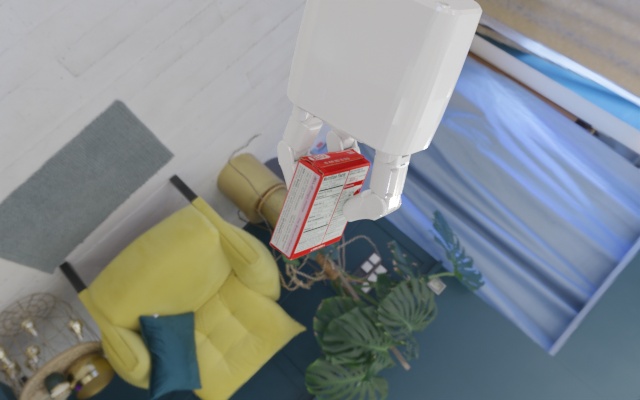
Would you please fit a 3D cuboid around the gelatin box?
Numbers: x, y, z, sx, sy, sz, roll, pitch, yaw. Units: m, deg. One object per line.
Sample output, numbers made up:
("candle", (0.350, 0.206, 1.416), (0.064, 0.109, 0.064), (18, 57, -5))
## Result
("gelatin box", (0.000, 0.002, 0.417), (0.030, 0.089, 0.073), (35, 29, 27))
